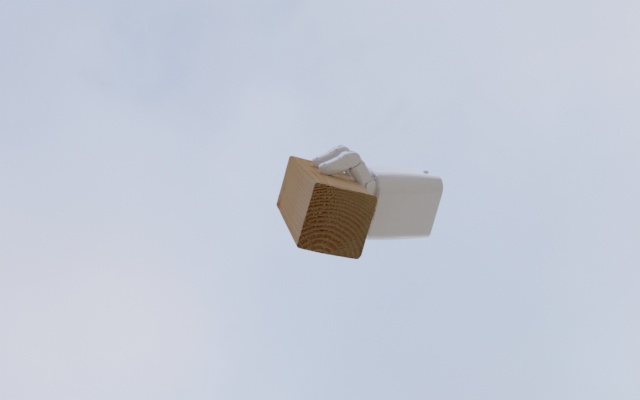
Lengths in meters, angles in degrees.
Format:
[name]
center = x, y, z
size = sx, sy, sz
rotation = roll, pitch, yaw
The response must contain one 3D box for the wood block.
[wood block]
center = 0.000, 0.003, 0.706
size = 0.090, 0.091, 0.206
rotation = 12, 11, -15
